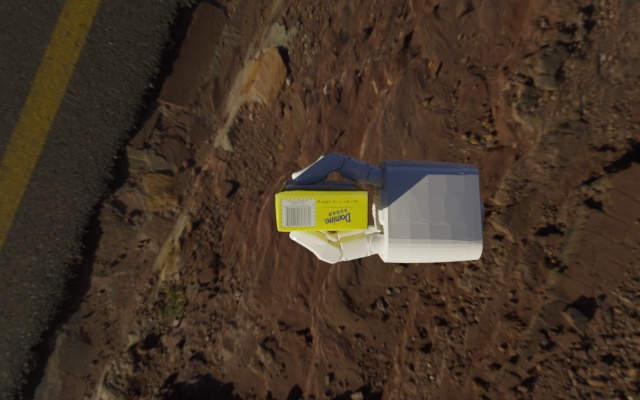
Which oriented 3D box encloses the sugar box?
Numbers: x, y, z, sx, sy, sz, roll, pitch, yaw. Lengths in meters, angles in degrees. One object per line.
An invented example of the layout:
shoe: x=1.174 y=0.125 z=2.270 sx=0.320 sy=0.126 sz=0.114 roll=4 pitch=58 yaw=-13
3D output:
sugar box: x=0.000 y=0.002 z=0.557 sx=0.093 sy=0.048 sz=0.176 roll=0 pitch=4 yaw=-1
